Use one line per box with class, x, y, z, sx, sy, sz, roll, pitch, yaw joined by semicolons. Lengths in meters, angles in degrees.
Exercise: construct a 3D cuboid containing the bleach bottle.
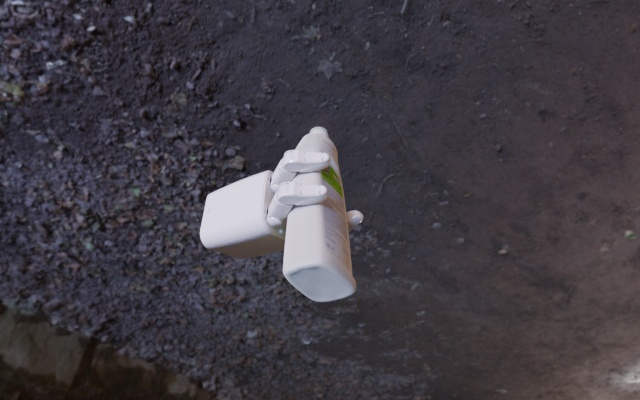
bleach bottle;0.000;0.002;0.651;0.068;0.250;0.103;-18;-42;23
